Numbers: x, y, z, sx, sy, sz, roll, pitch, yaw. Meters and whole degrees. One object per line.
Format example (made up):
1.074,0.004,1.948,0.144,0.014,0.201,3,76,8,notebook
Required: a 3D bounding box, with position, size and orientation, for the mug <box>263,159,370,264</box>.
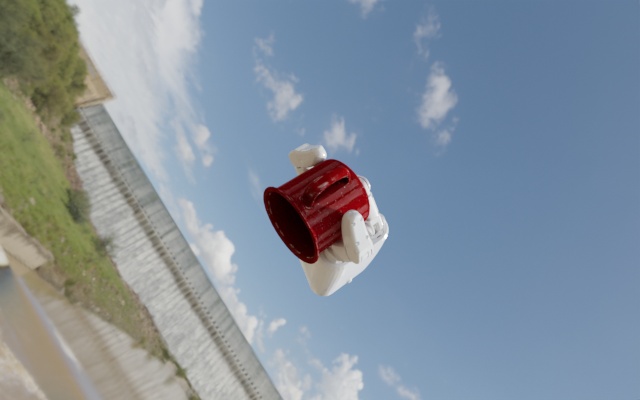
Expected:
0.000,0.001,0.501,0.081,0.093,0.117,-32,-19,-25,mug
